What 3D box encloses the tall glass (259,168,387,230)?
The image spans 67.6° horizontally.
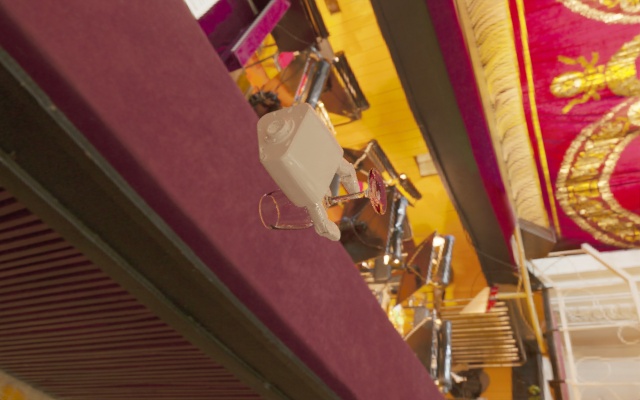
[{"bbox_3d":[0.001,0.003,0.777,0.201,0.079,0.079,-11,-5,26],"label":"tall glass"}]
